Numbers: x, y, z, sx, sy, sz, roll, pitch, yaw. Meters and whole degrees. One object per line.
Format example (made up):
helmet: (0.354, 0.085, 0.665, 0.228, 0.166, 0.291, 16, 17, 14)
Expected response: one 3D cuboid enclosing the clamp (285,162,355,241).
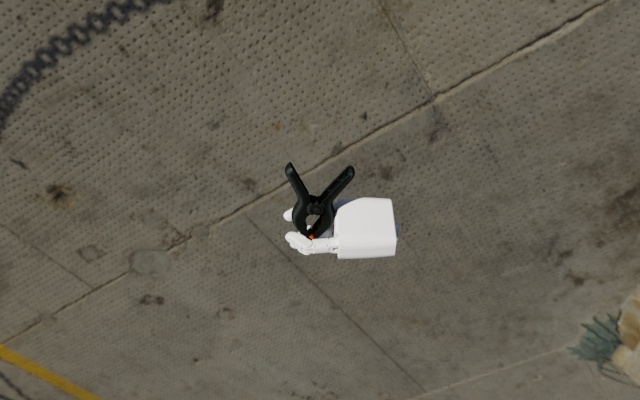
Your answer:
clamp: (0.000, 0.003, 0.852, 0.120, 0.172, 0.039, -1, 38, -1)
